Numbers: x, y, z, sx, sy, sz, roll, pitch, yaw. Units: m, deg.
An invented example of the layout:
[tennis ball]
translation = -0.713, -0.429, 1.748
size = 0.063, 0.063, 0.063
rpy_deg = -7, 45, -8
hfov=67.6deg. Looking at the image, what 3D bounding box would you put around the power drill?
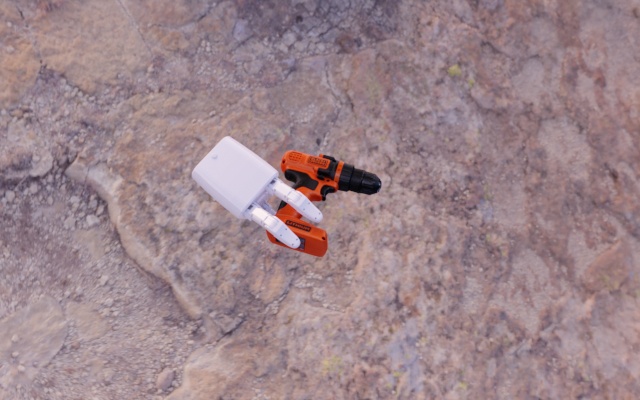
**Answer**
[power drill]
translation = 0.000, 0.003, 0.815
size = 0.184, 0.187, 0.057
rpy_deg = 14, -39, 8
